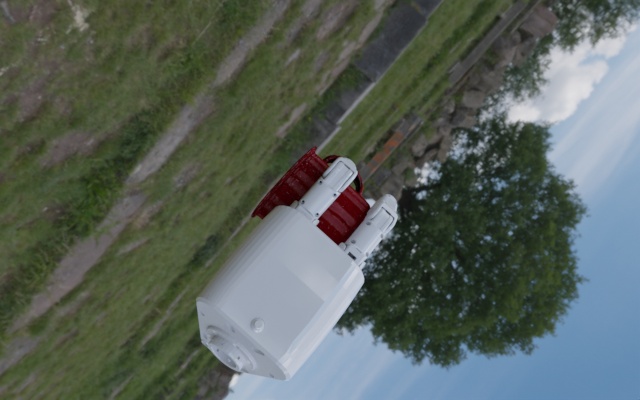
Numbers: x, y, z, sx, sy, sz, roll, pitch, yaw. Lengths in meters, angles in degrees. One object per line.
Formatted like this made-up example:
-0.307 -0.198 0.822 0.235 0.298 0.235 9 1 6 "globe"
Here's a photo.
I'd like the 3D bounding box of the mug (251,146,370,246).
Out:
0.001 0.001 0.472 0.117 0.081 0.093 -48 1 -36 "mug"
